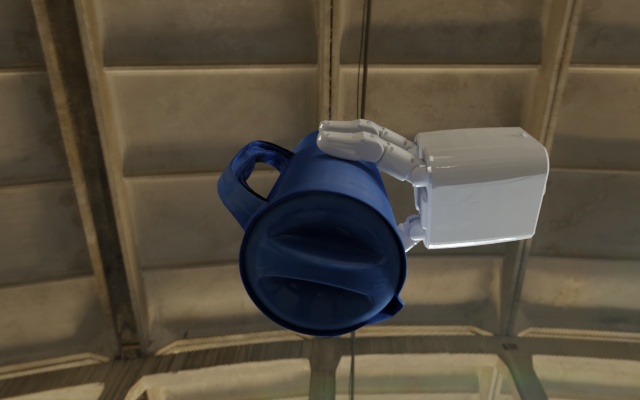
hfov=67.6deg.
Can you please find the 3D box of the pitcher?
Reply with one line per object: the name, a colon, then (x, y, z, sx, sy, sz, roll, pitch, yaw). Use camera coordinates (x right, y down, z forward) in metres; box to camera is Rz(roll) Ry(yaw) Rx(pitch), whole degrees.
pitcher: (0.000, 0.002, 0.476, 0.145, 0.149, 0.242, -6, 23, 6)
